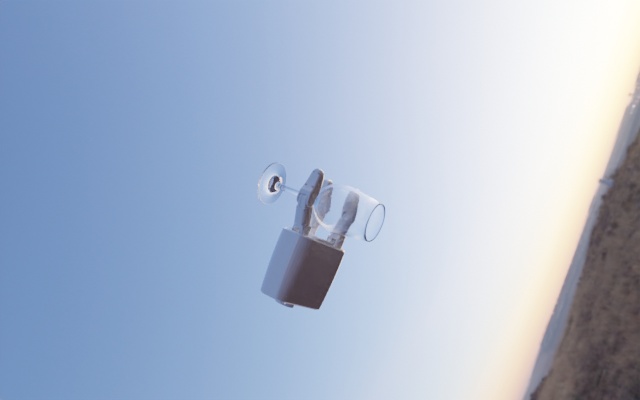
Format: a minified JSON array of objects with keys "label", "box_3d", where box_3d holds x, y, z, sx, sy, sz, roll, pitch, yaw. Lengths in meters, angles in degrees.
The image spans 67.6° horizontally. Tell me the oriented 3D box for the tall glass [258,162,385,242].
[{"label":"tall glass","box_3d":[0.000,0.002,0.757,0.201,0.079,0.079,20,10,28]}]
